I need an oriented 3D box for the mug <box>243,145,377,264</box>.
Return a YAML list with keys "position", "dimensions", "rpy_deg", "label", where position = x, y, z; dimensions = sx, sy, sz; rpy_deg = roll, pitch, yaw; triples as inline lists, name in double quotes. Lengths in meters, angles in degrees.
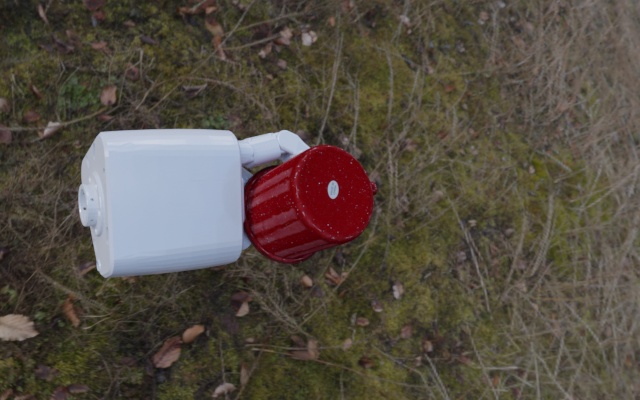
- position: [0.001, 0.001, 0.414]
  dimensions: [0.117, 0.093, 0.081]
  rpy_deg: [-8, -9, -37]
  label: "mug"
